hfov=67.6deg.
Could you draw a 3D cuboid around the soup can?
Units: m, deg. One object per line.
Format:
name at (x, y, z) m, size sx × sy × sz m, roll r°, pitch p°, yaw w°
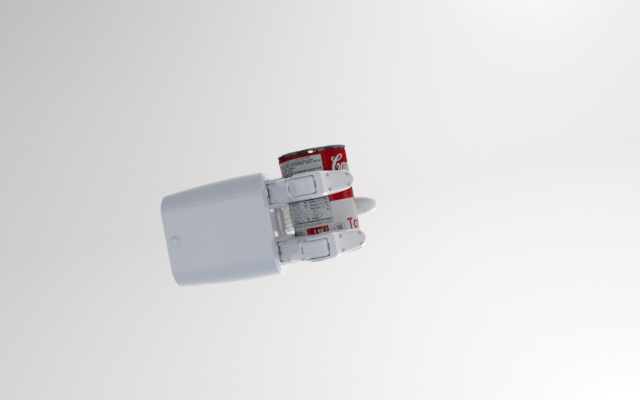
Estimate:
soup can at (0.001, 0.002, 0.470) m, size 0.068 × 0.102 × 0.068 m, roll -11°, pitch 0°, yaw 0°
